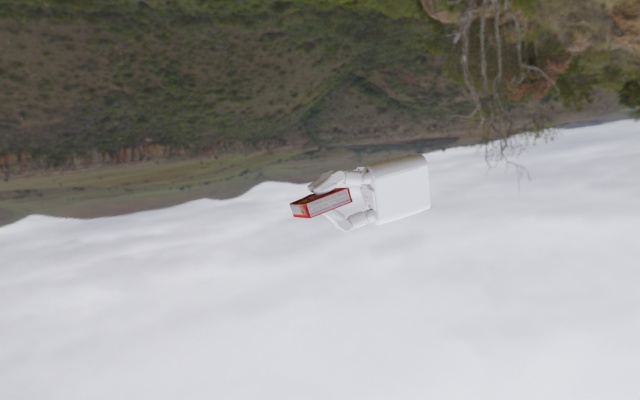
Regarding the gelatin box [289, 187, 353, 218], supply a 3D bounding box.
[{"bbox_3d":[0.000,0.003,0.835,0.089,0.030,0.073,-22,9,-23],"label":"gelatin box"}]
